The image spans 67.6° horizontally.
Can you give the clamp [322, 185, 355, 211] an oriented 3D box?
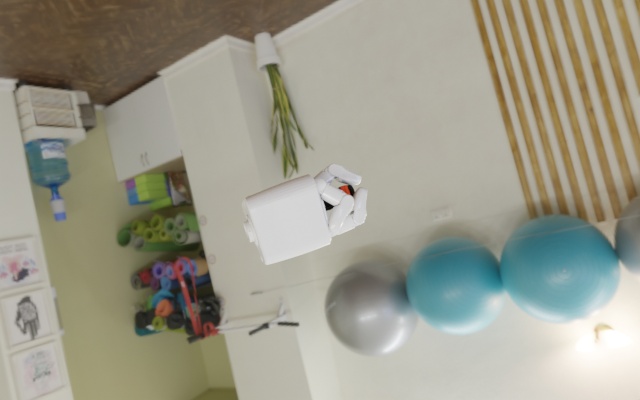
[{"bbox_3d":[0.001,0.003,0.817,0.120,0.039,0.171,-25,-1,-14],"label":"clamp"}]
